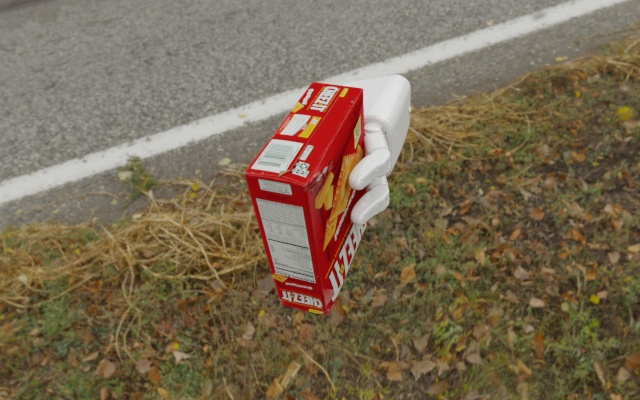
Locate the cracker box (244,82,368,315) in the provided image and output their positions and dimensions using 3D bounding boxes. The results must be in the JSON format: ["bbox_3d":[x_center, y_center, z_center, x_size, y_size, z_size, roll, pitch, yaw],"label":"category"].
[{"bbox_3d":[0.000,0.002,0.545,0.072,0.214,0.164,12,47,20],"label":"cracker box"}]
